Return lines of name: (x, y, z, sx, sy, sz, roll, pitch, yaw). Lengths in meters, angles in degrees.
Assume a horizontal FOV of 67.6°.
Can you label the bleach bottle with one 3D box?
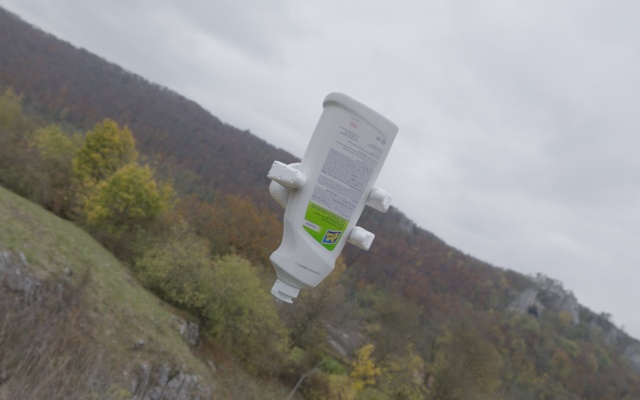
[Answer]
bleach bottle: (0.000, 0.002, 0.585, 0.102, 0.251, 0.068, 27, -4, -14)
